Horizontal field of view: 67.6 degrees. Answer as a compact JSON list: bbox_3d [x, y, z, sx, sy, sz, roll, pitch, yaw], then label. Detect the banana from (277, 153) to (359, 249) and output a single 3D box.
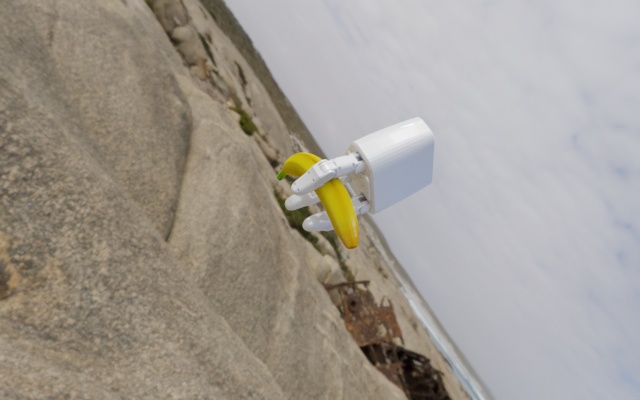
[{"bbox_3d":[0.001,-0.015,0.648,0.037,0.070,0.197,-12,37,-29],"label":"banana"}]
